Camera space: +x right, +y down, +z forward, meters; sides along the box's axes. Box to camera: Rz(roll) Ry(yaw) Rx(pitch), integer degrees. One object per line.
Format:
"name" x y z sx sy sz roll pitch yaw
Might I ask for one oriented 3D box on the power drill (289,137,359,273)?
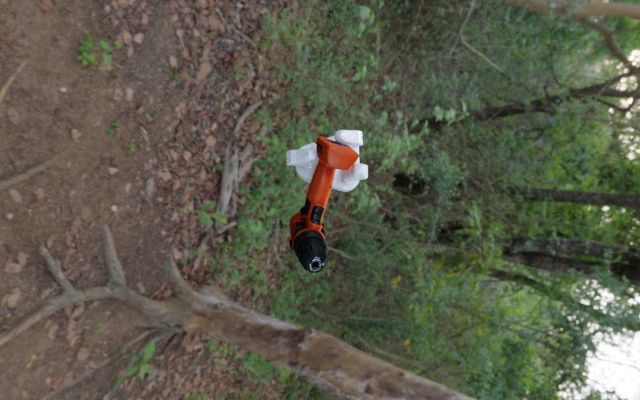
"power drill" 0.000 0.002 0.745 0.057 0.188 0.184 16 14 -15
